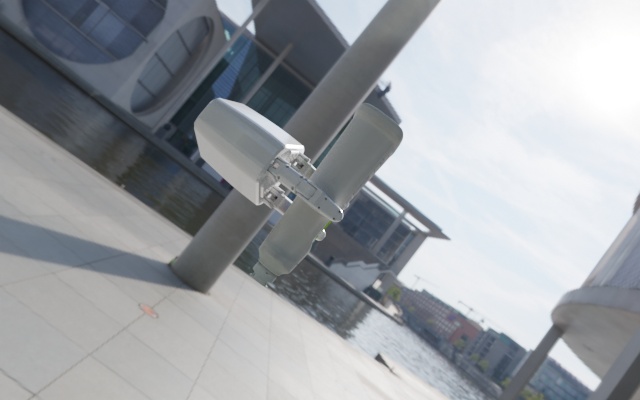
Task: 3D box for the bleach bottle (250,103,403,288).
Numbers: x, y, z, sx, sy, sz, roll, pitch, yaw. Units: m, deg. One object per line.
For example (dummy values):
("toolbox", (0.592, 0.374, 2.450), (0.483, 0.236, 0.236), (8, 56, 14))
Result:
("bleach bottle", (0.000, 0.002, 0.598), (0.068, 0.251, 0.102), (38, -5, 7))
